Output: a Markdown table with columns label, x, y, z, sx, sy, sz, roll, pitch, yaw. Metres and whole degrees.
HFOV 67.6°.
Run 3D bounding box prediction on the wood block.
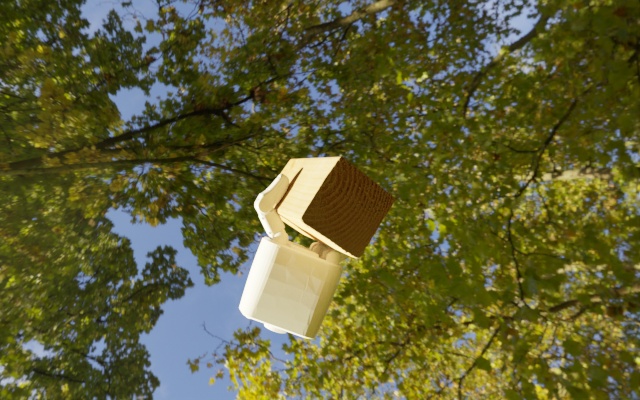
| label | x | y | z | sx | sy | sz | roll | pitch | yaw |
| --- | --- | --- | --- | --- | --- | --- | --- | --- | --- |
| wood block | 0.000 | 0.002 | 0.647 | 0.091 | 0.090 | 0.206 | 35 | -8 | -19 |
